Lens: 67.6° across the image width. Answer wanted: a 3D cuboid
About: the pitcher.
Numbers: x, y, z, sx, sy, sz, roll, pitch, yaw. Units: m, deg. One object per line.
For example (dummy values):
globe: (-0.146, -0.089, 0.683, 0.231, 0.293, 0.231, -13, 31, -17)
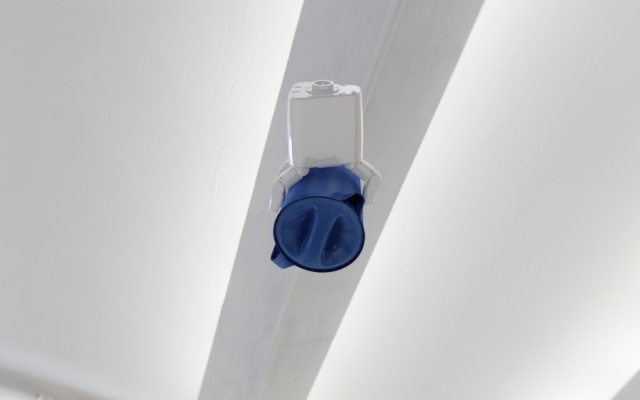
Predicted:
pitcher: (0.000, 0.002, 0.786, 0.149, 0.145, 0.242, 1, 28, 6)
